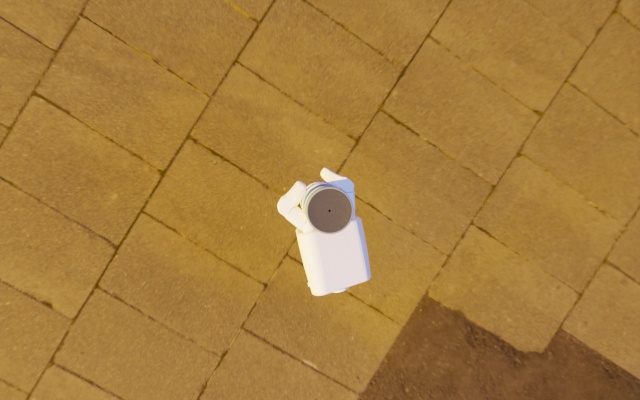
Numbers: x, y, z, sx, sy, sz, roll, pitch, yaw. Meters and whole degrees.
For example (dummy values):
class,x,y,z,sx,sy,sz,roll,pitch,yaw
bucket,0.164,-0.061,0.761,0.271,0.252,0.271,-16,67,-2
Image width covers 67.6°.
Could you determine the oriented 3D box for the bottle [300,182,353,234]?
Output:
class,x,y,z,sx,sy,sz,roll,pitch,yaw
bottle,0.000,0.003,0.804,0.069,0.069,0.295,0,5,-5
